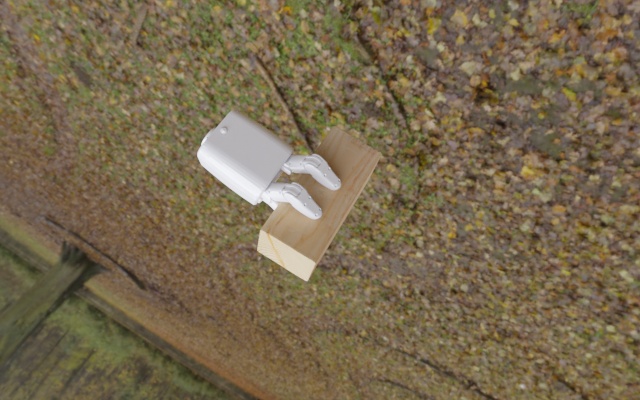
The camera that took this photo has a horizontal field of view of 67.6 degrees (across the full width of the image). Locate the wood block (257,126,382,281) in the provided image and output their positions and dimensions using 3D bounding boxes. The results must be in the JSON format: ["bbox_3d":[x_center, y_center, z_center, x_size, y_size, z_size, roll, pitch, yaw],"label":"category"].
[{"bbox_3d":[0.000,0.002,0.717,0.090,0.206,0.091,31,-27,5],"label":"wood block"}]
